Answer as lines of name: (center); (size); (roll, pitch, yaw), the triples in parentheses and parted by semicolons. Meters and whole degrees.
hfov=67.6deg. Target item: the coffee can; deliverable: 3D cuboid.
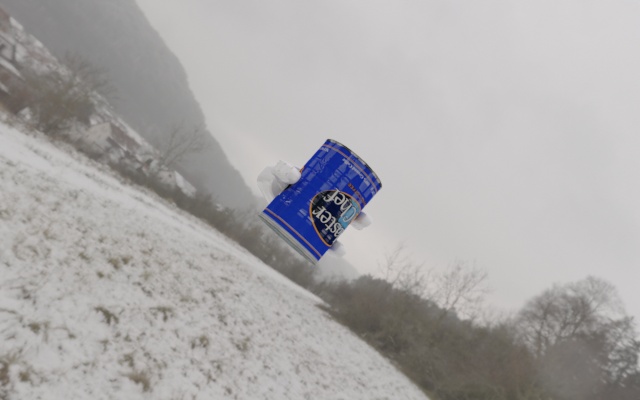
coffee can: (0.000, 0.002, 0.648); (0.103, 0.140, 0.103); (40, -9, 7)
